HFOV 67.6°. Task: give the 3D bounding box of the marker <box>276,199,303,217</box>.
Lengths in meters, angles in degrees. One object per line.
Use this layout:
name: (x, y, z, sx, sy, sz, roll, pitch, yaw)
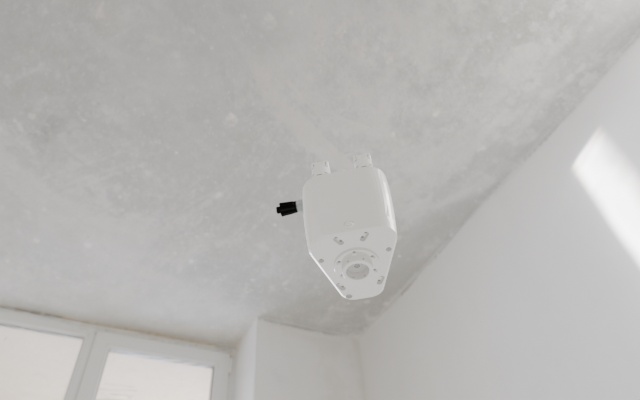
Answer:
marker: (0.000, 0.002, 0.639, 0.121, 0.020, 0.020, -11, -1, 5)
